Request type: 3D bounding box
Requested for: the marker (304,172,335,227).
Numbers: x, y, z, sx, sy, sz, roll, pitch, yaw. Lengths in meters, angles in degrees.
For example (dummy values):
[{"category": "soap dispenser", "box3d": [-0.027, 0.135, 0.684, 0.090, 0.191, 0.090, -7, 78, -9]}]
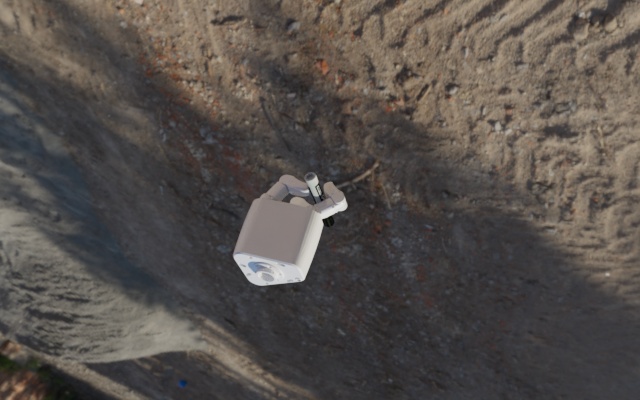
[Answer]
[{"category": "marker", "box3d": [0.000, 0.003, 0.779, 0.020, 0.020, 0.121, 0, -41, 21]}]
